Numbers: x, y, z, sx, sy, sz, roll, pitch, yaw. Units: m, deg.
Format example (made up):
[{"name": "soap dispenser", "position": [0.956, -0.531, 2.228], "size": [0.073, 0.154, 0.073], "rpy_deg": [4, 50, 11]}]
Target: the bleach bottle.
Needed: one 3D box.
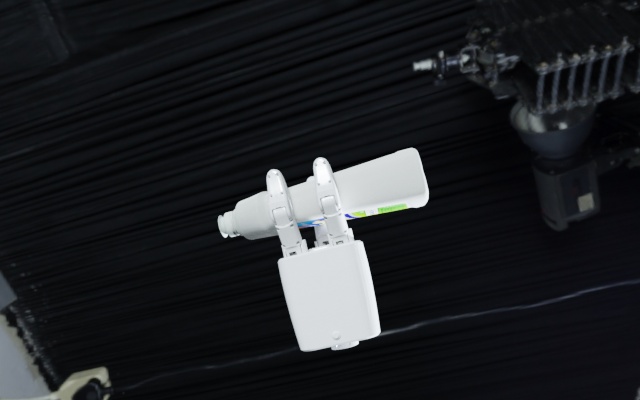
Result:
[{"name": "bleach bottle", "position": [0.000, 0.002, 0.586], "size": [0.251, 0.068, 0.102], "rpy_deg": [-15, -8, 7]}]
